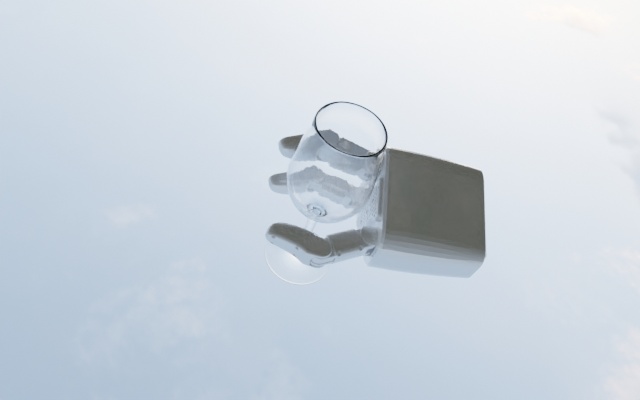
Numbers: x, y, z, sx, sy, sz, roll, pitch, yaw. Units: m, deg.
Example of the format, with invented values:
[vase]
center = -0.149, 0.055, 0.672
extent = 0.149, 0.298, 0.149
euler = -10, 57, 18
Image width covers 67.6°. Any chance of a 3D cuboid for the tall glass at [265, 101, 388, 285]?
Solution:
[tall glass]
center = 0.000, 0.002, 0.453
extent = 0.079, 0.079, 0.201
euler = 0, -36, -18
